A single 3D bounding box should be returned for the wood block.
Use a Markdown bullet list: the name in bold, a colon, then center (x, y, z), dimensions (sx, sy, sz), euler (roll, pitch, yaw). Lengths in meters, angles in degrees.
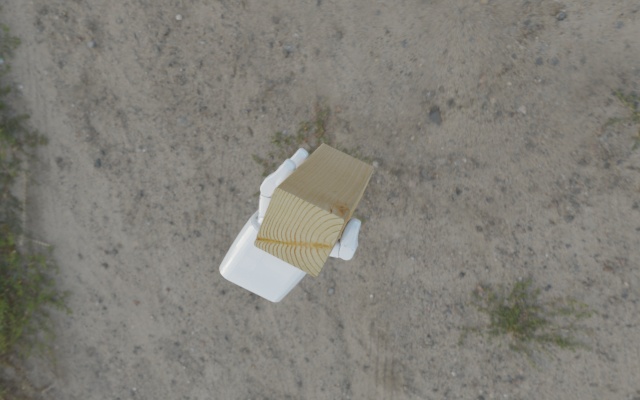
- **wood block**: center (0.000, 0.003, 0.652), dimensions (0.091, 0.090, 0.206), euler (26, 26, 5)
